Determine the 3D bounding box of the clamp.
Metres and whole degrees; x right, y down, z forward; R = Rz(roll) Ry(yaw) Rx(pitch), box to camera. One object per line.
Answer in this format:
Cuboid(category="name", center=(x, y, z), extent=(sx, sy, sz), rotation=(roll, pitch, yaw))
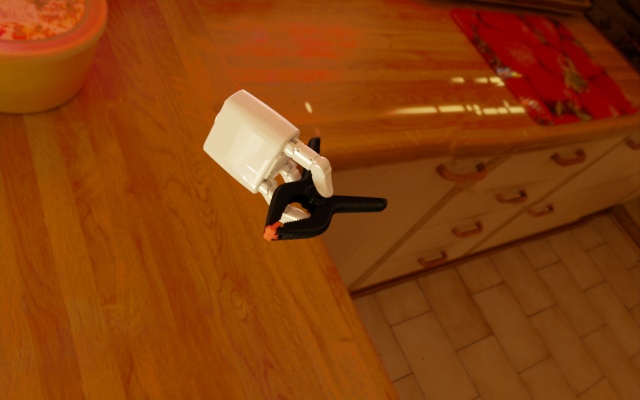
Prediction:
Cuboid(category="clamp", center=(0.000, 0.002, 0.711), extent=(0.210, 0.164, 0.036), rotation=(-47, -8, -42))
